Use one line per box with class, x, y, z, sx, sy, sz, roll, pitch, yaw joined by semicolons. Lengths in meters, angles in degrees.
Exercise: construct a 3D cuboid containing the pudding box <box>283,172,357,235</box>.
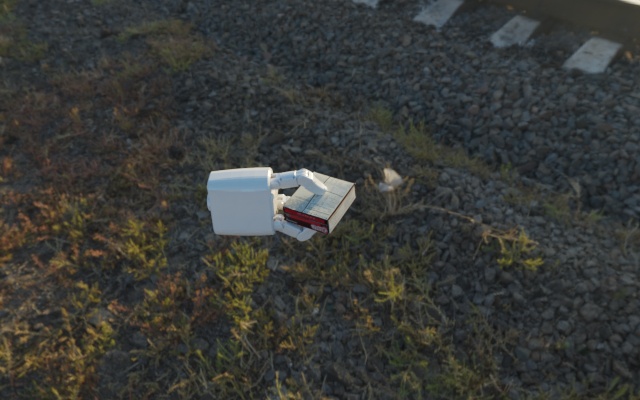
pudding box;0.000;0.003;0.837;0.090;0.039;0.113;18;47;23
